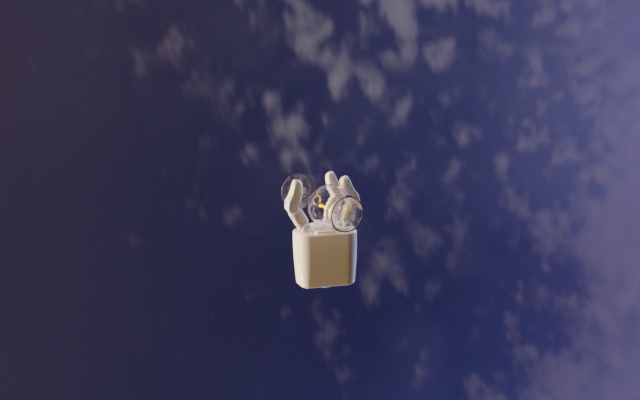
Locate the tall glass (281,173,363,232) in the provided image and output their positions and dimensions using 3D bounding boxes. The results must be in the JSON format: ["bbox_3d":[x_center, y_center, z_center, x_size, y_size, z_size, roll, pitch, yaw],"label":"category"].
[{"bbox_3d":[0.000,0.003,0.871,0.079,0.079,0.201,0,12,-27],"label":"tall glass"}]
